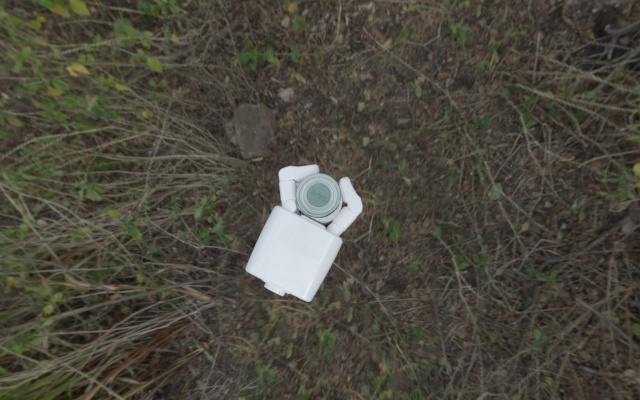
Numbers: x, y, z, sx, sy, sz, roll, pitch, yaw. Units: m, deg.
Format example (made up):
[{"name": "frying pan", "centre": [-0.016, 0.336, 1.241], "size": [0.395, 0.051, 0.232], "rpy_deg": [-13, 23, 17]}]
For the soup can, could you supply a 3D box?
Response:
[{"name": "soup can", "centre": [0.000, 0.002, 0.732], "size": [0.068, 0.068, 0.102], "rpy_deg": [0, -12, 4]}]
